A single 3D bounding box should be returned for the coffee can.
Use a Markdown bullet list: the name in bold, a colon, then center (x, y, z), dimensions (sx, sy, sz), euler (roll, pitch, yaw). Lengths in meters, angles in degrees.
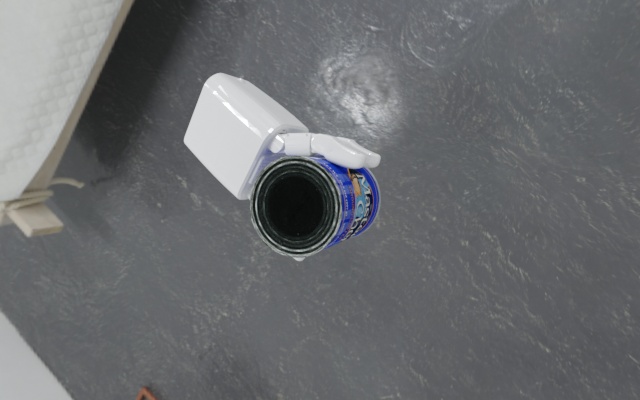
- **coffee can**: center (0.000, 0.002, 0.538), dimensions (0.103, 0.103, 0.140), euler (0, 4, 22)
